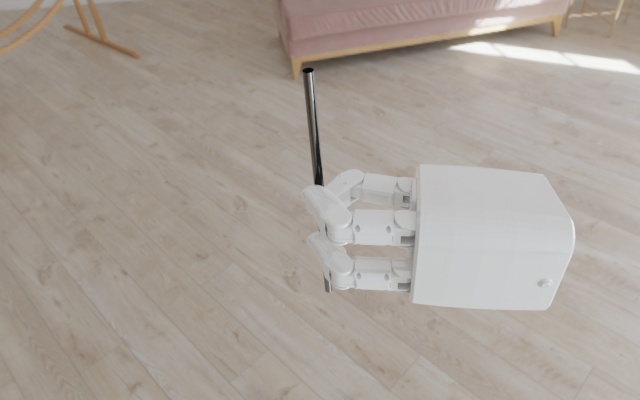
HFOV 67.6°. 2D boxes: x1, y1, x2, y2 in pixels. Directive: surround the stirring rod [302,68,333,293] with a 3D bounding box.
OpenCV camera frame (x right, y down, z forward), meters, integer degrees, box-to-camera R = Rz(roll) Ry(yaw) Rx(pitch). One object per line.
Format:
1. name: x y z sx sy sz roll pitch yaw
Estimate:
1. stirring rod: 0.000 0.001 0.401 0.011 0.240 0.011 -3 42 3
